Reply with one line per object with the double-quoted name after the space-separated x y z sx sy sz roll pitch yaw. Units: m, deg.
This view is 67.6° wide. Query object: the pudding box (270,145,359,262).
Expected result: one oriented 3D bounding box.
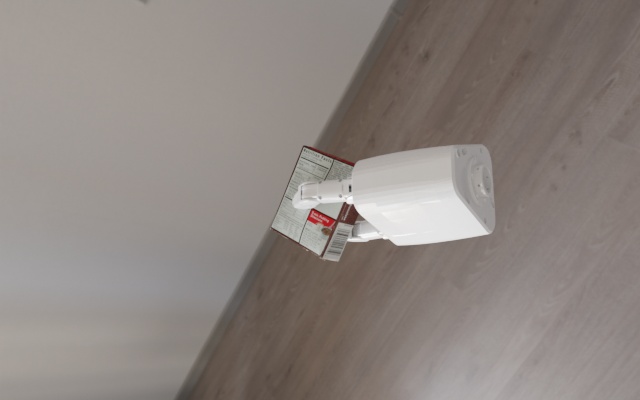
0.000 0.002 0.558 0.090 0.113 0.039 27 5 37 "pudding box"
